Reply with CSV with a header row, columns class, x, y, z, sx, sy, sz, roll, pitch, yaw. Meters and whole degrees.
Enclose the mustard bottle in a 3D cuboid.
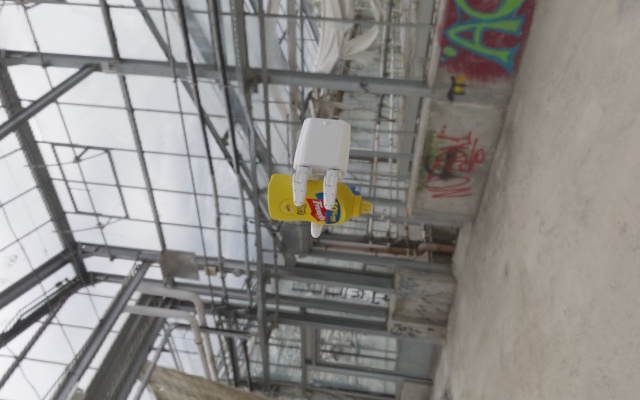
class,x,y,z,sx,sy,sz,roll,pitch,yaw
mustard bottle,0.000,0.003,0.899,0.191,0.096,0.058,6,41,6
